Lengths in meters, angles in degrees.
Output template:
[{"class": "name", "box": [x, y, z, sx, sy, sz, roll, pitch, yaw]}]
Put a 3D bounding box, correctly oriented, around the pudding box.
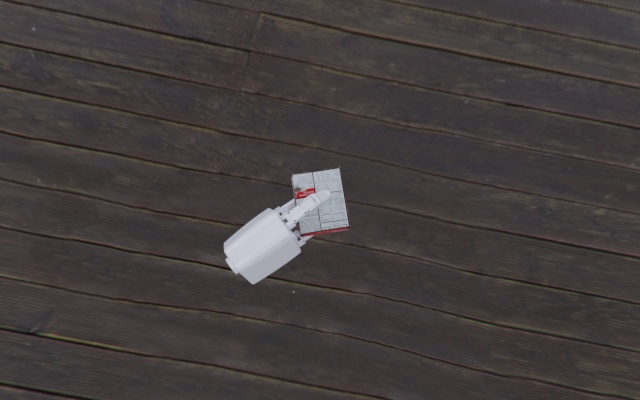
[{"class": "pudding box", "box": [0.000, 0.003, 0.842, 0.090, 0.113, 0.039, -8, -9, -3]}]
